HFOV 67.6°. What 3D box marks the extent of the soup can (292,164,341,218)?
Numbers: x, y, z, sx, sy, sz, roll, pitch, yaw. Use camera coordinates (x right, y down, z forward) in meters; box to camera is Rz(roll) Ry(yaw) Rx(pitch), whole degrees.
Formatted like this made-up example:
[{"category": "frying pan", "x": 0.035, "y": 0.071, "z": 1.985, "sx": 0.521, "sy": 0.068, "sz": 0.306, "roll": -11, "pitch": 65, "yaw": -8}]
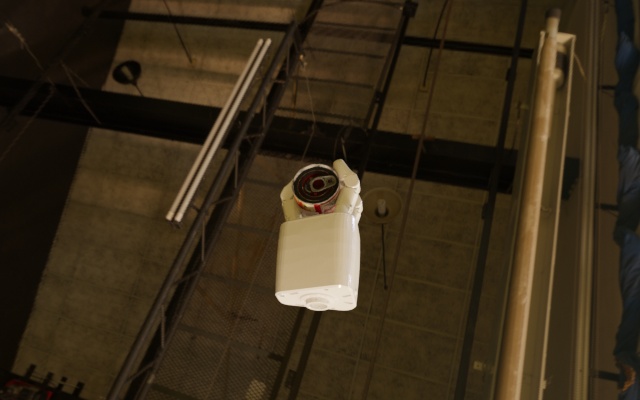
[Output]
[{"category": "soup can", "x": 0.000, "y": 0.002, "z": 0.707, "sx": 0.068, "sy": 0.068, "sz": 0.102, "roll": 0, "pitch": -31, "yaw": 10}]
